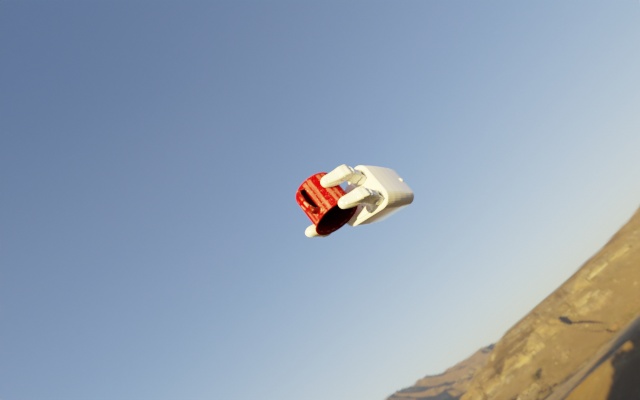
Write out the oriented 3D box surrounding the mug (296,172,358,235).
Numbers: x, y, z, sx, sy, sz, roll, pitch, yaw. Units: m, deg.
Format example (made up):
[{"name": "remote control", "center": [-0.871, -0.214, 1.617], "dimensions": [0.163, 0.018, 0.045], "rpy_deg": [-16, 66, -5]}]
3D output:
[{"name": "mug", "center": [-0.001, 0.003, 0.864], "dimensions": [0.117, 0.093, 0.081], "rpy_deg": [0, 43, -50]}]
